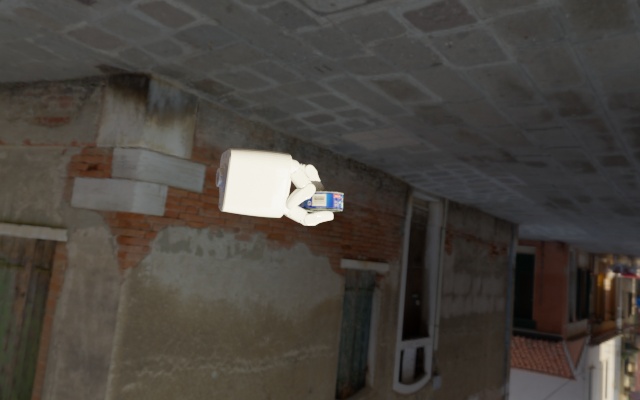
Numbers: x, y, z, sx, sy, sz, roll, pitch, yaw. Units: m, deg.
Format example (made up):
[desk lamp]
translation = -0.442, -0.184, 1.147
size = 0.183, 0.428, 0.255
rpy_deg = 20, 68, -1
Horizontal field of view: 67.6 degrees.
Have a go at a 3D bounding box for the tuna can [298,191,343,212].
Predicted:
[tuna can]
translation = 0.000, 0.004, 0.897
size = 0.086, 0.033, 0.086
rpy_deg = 0, -5, 0
